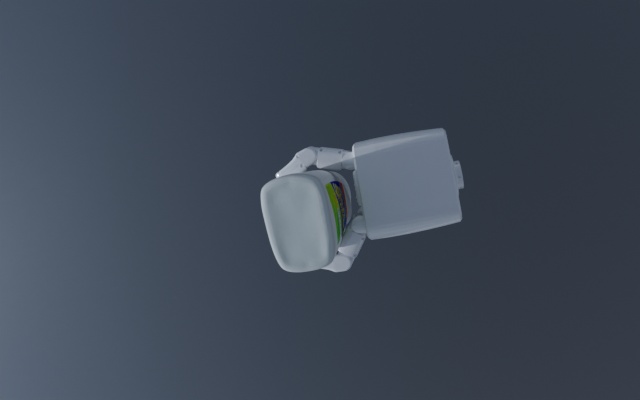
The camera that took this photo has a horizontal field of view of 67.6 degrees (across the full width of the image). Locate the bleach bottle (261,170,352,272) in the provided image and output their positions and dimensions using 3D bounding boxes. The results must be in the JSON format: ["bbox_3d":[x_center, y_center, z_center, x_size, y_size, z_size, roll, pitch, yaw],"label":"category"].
[{"bbox_3d":[0.000,0.002,0.584,0.068,0.102,0.250,-10,9,12],"label":"bleach bottle"}]
